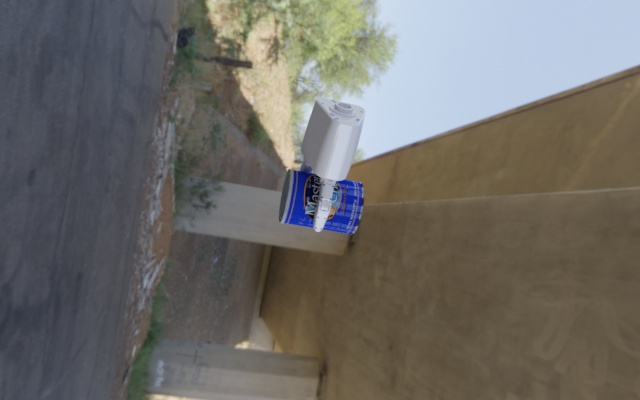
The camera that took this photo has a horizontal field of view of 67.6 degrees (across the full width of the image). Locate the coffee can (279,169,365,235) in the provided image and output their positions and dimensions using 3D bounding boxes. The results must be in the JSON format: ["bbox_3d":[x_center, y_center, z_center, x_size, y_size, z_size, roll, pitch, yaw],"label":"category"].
[{"bbox_3d":[0.000,0.003,0.898,0.140,0.103,0.103,10,-2,-10],"label":"coffee can"}]
